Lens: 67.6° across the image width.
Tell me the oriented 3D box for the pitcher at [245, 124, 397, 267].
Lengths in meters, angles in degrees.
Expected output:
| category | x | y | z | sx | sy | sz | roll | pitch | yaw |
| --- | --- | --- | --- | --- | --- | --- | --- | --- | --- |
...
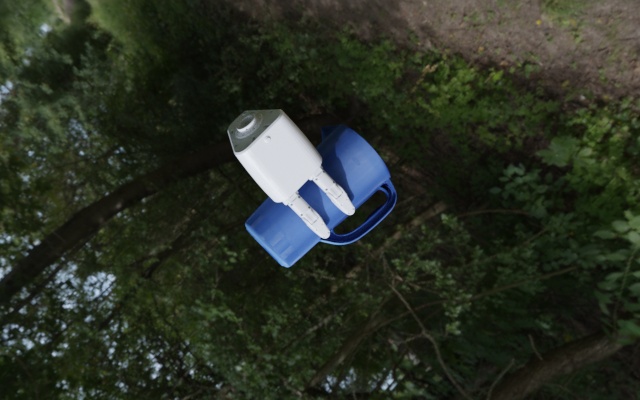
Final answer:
| category | x | y | z | sx | sy | sz | roll | pitch | yaw |
| --- | --- | --- | --- | --- | --- | --- | --- | --- | --- |
| pitcher | 0.000 | 0.003 | 0.814 | 0.145 | 0.243 | 0.149 | 51 | -8 | -36 |
